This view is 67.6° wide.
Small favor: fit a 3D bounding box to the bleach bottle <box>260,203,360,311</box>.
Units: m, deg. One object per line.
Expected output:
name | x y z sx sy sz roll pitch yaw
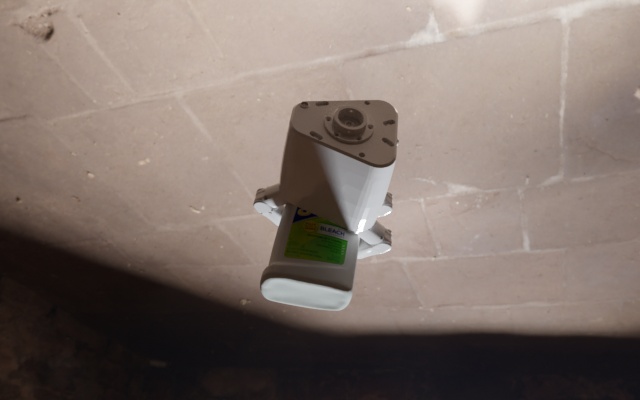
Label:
bleach bottle | 0.000 0.002 0.579 0.102 0.250 0.068 10 -37 -3
